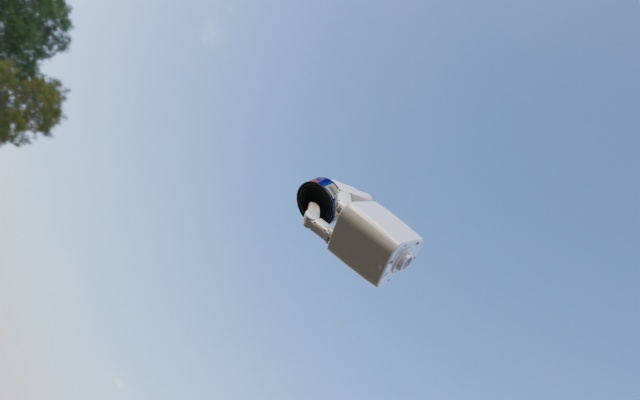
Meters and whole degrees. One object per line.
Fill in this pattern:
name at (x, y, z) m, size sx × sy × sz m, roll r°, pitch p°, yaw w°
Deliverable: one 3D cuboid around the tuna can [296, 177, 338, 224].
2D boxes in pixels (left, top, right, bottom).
tuna can at (0.000, 0.003, 0.844) m, size 0.086 × 0.086 × 0.033 m, roll 0°, pitch 18°, yaw 42°
